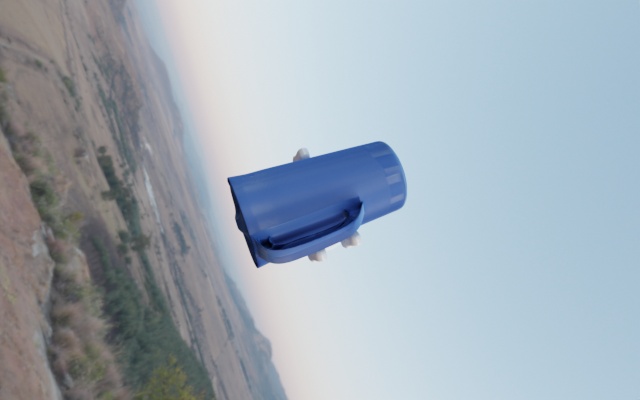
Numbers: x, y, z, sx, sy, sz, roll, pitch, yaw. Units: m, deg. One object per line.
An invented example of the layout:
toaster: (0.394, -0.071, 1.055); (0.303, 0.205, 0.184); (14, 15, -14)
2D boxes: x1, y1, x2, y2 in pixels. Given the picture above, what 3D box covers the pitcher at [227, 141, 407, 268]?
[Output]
pitcher: (0.000, 0.002, 0.681); (0.243, 0.149, 0.145); (-18, -14, -12)
